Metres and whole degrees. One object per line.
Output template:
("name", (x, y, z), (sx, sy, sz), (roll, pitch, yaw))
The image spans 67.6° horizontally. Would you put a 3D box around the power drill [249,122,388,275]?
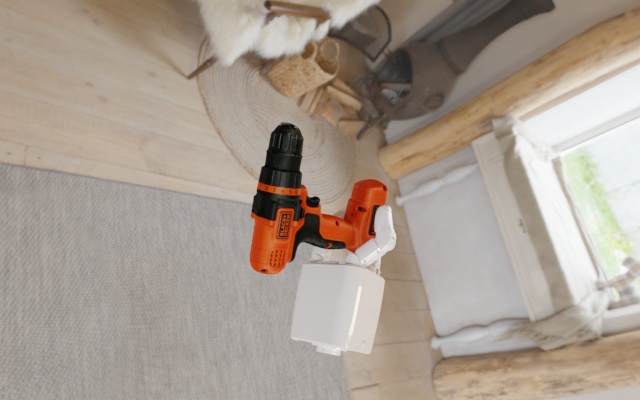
("power drill", (0.000, 0.002, 0.619), (0.187, 0.184, 0.057), (4, 11, -37))
